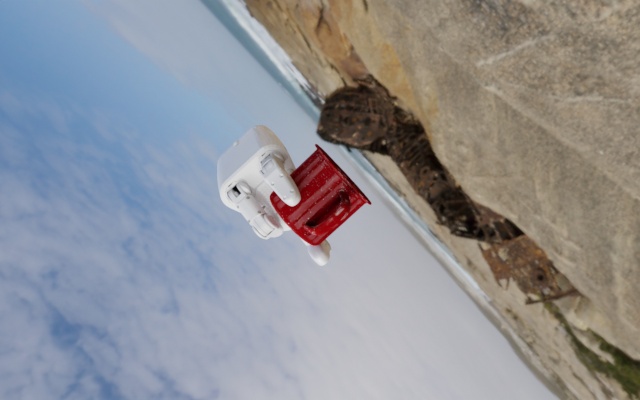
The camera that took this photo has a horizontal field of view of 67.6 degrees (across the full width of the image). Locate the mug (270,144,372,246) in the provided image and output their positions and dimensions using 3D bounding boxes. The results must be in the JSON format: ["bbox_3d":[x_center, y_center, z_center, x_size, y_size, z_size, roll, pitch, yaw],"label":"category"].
[{"bbox_3d":[0.000,0.003,0.530,0.093,0.081,0.117,44,7,-27],"label":"mug"}]
